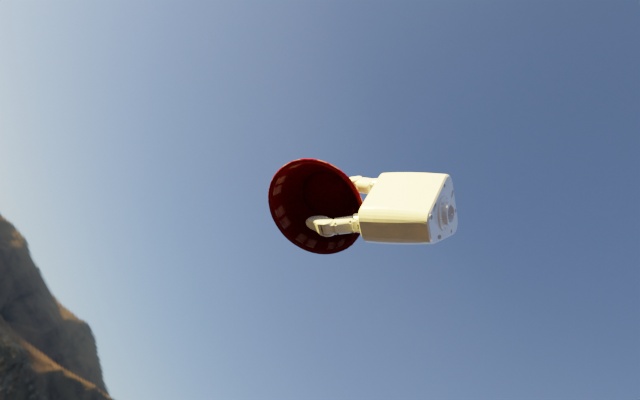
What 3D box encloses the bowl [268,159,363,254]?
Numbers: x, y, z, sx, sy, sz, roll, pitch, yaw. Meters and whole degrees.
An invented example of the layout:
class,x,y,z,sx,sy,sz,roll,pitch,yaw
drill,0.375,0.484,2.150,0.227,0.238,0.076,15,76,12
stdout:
class,x,y,z,sx,sy,sz,roll,pitch,yaw
bowl,-0.001,0.002,0.757,0.162,0.162,0.055,0,23,24
